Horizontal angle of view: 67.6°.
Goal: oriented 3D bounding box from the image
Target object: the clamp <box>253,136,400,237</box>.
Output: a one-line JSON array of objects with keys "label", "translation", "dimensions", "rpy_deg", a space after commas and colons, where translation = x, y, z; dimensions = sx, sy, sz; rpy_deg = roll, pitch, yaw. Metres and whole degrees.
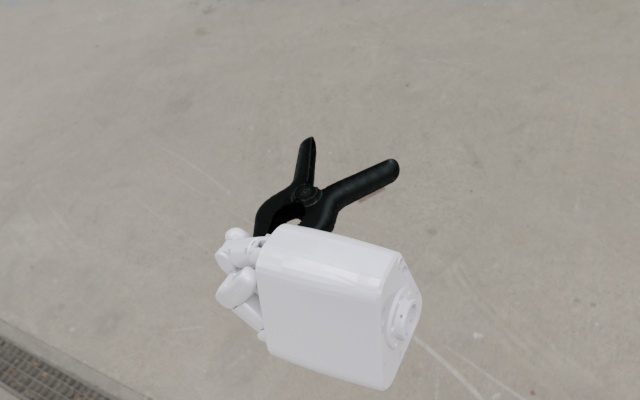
[{"label": "clamp", "translation": [0.000, 0.001, 0.470], "dimensions": [0.120, 0.171, 0.039], "rpy_deg": [8, -39, 31]}]
